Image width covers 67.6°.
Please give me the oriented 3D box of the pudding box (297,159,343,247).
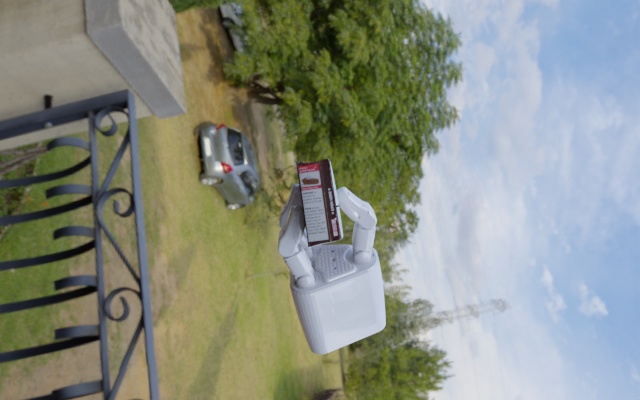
[{"bbox_3d":[0.000,0.002,0.543,0.039,0.090,0.113,-9,0,1],"label":"pudding box"}]
